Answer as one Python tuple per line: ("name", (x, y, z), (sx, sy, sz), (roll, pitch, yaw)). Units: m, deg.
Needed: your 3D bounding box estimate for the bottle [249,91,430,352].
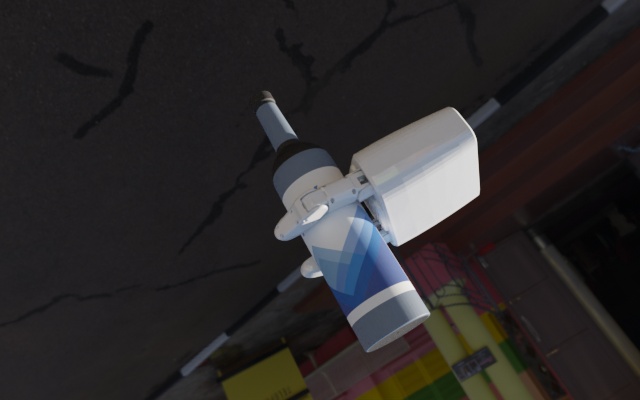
("bottle", (0.000, 0.002, 0.480), (0.069, 0.295, 0.069), (-25, -24, -12))
